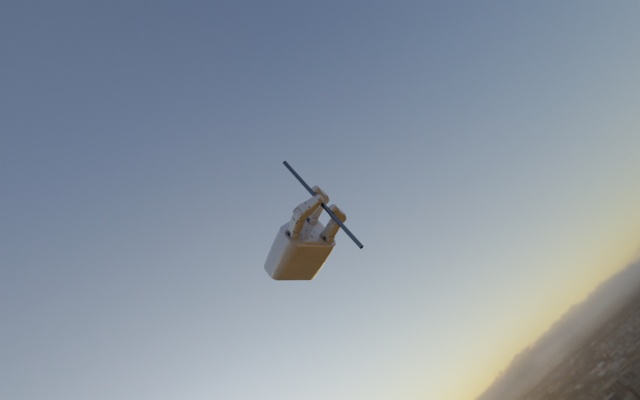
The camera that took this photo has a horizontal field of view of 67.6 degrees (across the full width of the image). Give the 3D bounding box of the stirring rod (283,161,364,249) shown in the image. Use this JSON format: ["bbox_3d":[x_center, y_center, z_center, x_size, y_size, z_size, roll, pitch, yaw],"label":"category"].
[{"bbox_3d":[0.000,0.003,0.878,0.011,0.011,0.239,0,40,-51],"label":"stirring rod"}]
